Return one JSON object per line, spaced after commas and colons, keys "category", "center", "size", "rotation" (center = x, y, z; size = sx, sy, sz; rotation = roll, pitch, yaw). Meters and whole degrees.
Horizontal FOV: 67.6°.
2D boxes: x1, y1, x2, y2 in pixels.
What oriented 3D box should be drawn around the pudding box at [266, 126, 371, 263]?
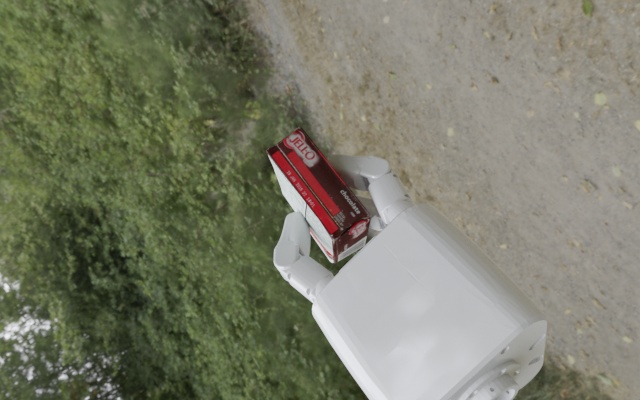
{"category": "pudding box", "center": [0.000, 0.001, 0.403], "size": [0.039, 0.090, 0.113], "rotation": [-34, -15, -9]}
